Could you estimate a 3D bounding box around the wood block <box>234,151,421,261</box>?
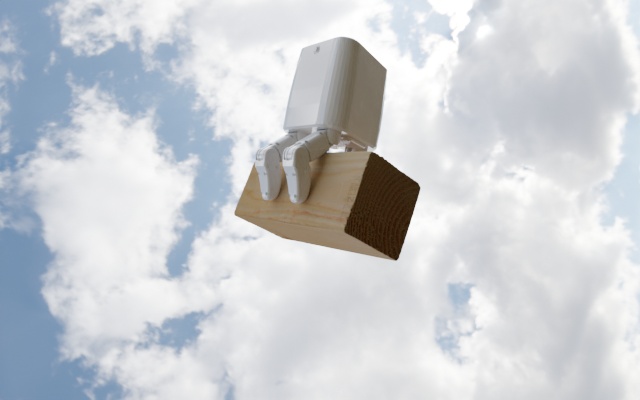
[{"bbox_3d":[0.000,0.002,0.563,0.091,0.090,0.206,29,-15,-37],"label":"wood block"}]
